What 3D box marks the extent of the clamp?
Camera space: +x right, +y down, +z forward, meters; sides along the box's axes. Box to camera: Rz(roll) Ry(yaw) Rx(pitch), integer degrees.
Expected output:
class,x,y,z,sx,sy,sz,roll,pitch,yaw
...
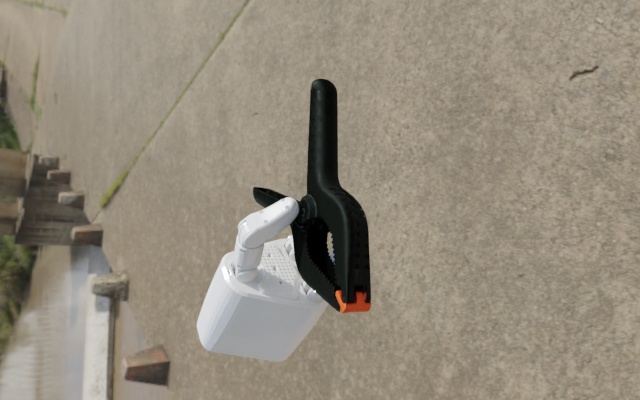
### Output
class,x,y,z,sx,sy,sz,roll,pitch,yaw
clamp,-0.001,0.002,0.434,0.036,0.165,0.209,4,40,-33
